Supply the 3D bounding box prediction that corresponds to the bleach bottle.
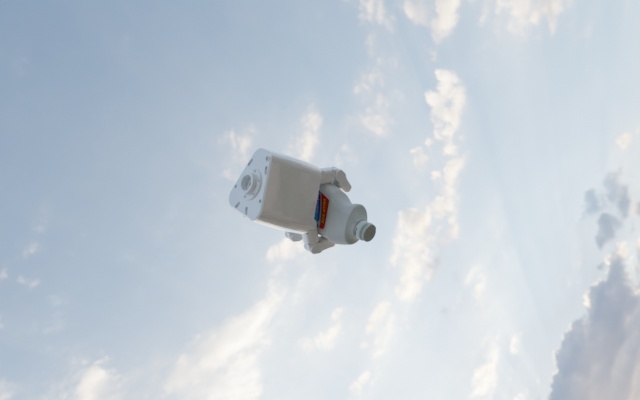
[{"bbox_3d":[0.000,0.003,0.820,0.068,0.102,0.250,16,7,-44],"label":"bleach bottle"}]
